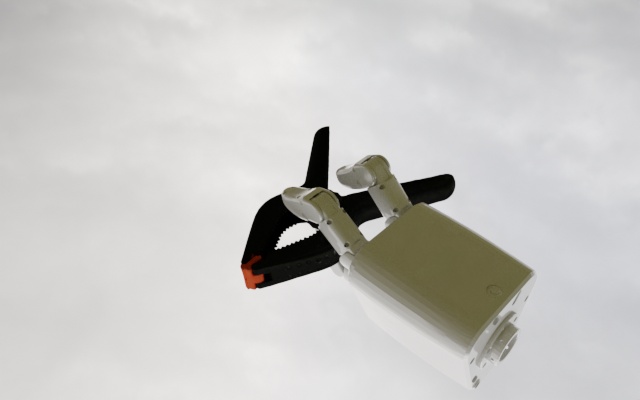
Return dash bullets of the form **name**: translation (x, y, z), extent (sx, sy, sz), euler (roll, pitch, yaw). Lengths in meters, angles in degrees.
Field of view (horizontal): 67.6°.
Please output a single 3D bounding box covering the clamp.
- **clamp**: translation (0.000, 0.002, 0.447), extent (0.210, 0.036, 0.164), euler (-35, 49, -28)
